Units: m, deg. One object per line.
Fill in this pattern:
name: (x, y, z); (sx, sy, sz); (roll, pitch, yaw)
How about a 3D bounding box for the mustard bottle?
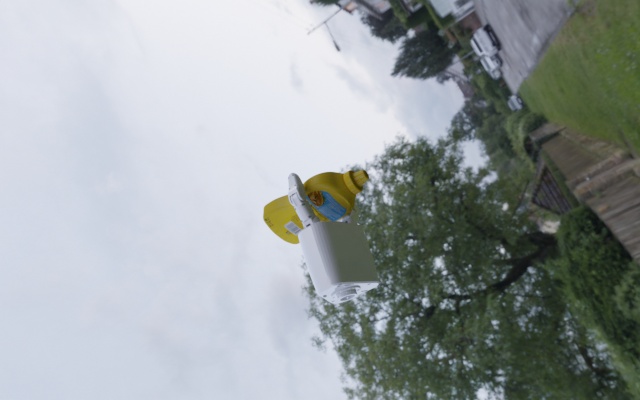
mustard bottle: (0.000, 0.003, 0.818); (0.192, 0.058, 0.096); (-31, -53, 24)
